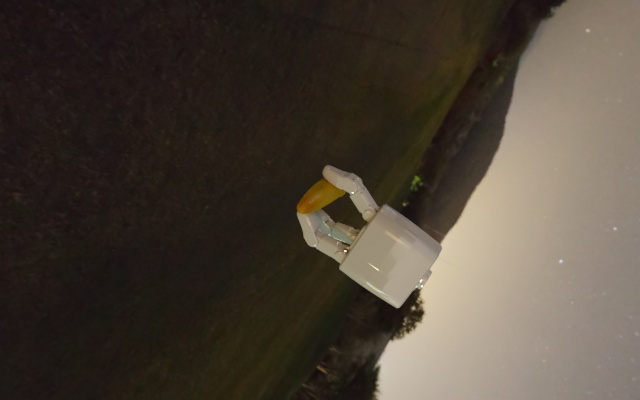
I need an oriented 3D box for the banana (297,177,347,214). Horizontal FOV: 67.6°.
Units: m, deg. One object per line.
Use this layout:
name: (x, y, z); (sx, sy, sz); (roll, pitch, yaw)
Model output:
banana: (0.012, -0.012, 0.747); (0.037, 0.069, 0.198); (41, 10, 6)
